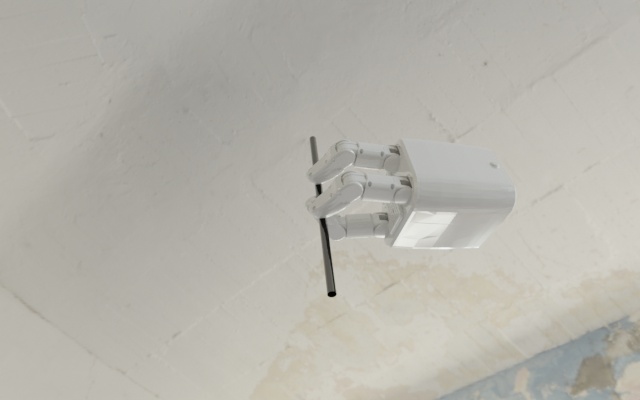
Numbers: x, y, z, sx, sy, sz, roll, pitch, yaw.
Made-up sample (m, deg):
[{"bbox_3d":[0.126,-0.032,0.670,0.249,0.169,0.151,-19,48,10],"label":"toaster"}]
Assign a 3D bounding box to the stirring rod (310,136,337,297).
[{"bbox_3d":[0.000,0.002,0.490,0.011,0.011,0.239,0,40,-6],"label":"stirring rod"}]
